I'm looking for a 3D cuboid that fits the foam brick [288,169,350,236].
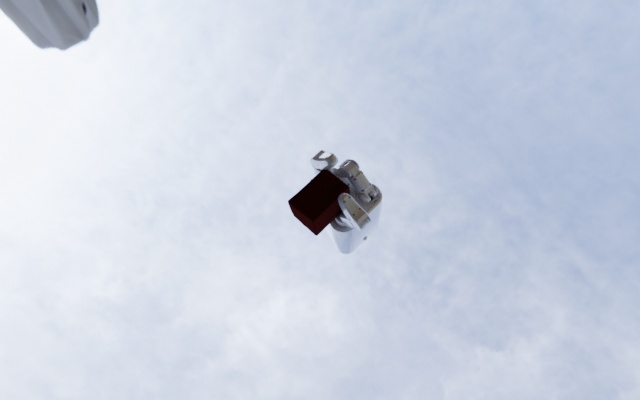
[{"bbox_3d":[0.000,0.002,0.701,0.053,0.078,0.051,40,-18,23],"label":"foam brick"}]
